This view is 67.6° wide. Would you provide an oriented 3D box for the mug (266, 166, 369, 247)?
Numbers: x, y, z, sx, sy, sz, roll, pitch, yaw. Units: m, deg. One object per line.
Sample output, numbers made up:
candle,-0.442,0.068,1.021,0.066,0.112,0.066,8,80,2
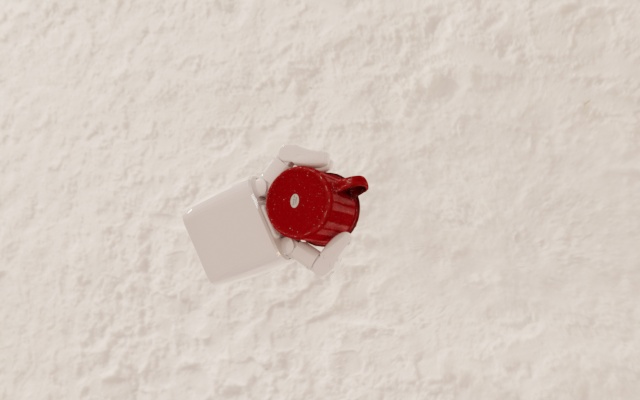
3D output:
mug,0.001,0.001,0.549,0.117,0.093,0.081,-23,-15,19
